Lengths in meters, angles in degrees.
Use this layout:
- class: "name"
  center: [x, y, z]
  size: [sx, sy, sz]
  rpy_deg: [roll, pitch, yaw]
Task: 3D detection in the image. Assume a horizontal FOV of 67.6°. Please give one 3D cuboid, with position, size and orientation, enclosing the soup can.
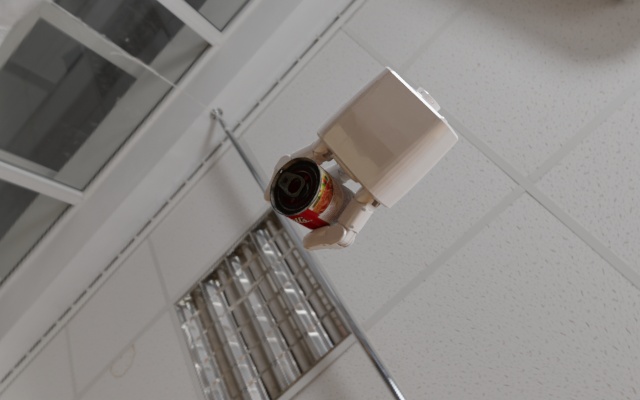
- class: "soup can"
  center: [0.000, 0.002, 0.545]
  size: [0.068, 0.068, 0.102]
  rpy_deg: [0, -21, 36]
